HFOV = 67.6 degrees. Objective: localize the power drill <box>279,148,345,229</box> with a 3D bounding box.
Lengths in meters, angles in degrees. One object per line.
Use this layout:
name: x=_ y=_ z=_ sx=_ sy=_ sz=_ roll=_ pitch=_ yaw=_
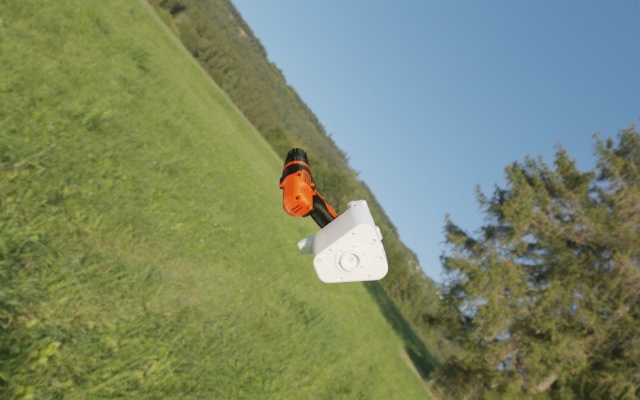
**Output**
power drill: x=0.000 y=0.003 z=0.880 sx=0.057 sy=0.188 sz=0.184 roll=-35 pitch=29 yaw=23
